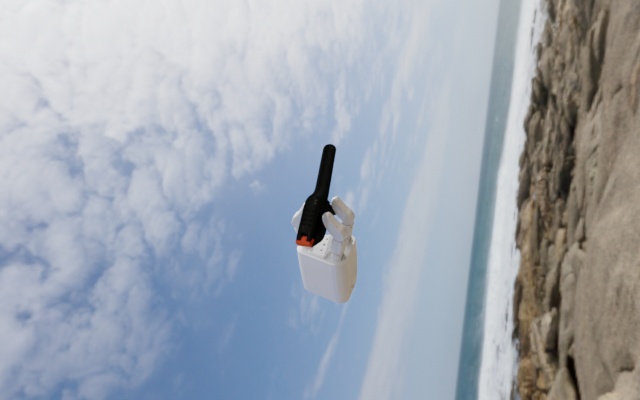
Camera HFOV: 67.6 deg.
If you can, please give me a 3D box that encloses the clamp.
[{"bbox_3d":[-0.001,0.003,0.893,0.036,0.165,0.210,5,33,19],"label":"clamp"}]
